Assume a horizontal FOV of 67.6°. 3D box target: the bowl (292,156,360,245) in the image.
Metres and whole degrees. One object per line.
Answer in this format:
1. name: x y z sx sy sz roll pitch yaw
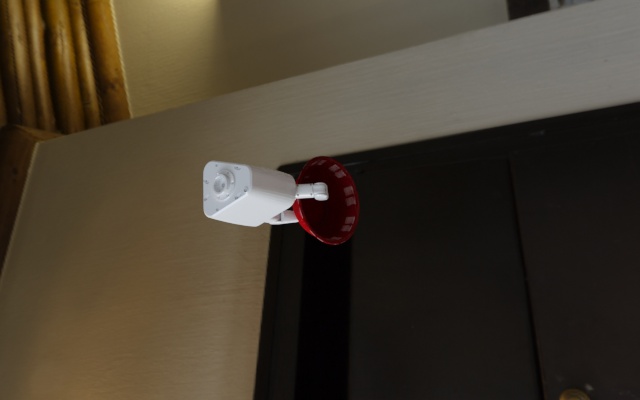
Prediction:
1. bowl: 0.001 0.003 0.875 0.055 0.162 0.162 -14 -10 44
